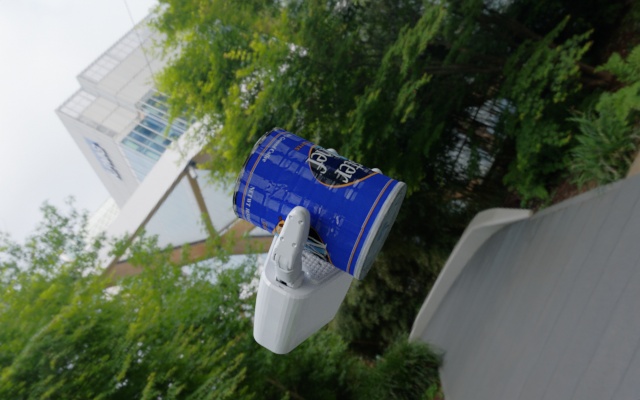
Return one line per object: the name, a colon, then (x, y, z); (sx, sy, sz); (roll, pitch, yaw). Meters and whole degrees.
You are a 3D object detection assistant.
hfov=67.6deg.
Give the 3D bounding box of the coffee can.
coffee can: (0.000, 0.002, 0.474); (0.140, 0.103, 0.103); (26, 6, 14)
